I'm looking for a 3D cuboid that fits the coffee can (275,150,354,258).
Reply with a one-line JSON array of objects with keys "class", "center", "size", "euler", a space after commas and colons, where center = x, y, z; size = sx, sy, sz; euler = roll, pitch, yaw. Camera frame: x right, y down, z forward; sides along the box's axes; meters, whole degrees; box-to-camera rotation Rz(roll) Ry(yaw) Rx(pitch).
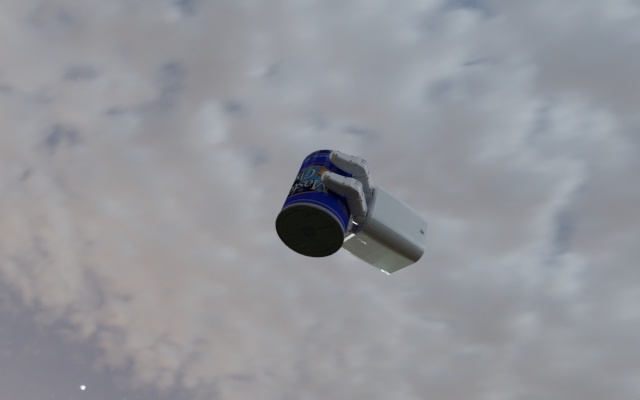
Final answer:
[{"class": "coffee can", "center": [0.000, 0.002, 0.734], "size": [0.103, 0.103, 0.140], "euler": [0, 39, 18]}]
